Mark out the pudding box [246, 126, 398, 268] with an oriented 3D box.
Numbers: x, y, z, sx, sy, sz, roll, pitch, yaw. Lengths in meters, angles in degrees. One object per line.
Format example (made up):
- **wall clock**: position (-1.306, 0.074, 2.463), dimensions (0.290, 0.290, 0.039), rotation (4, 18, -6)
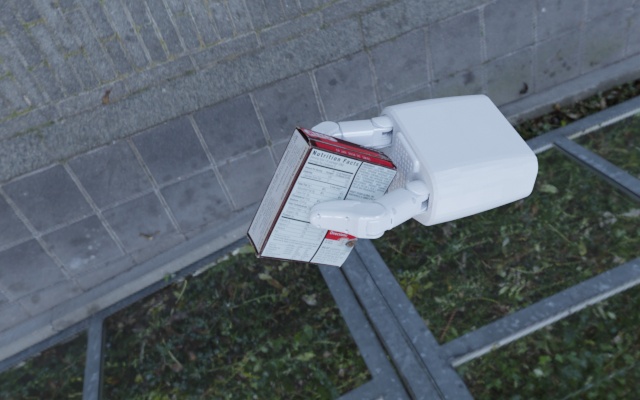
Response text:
- **pudding box**: position (0.000, 0.001, 0.408), dimensions (0.090, 0.113, 0.039), rotation (13, 26, -32)
